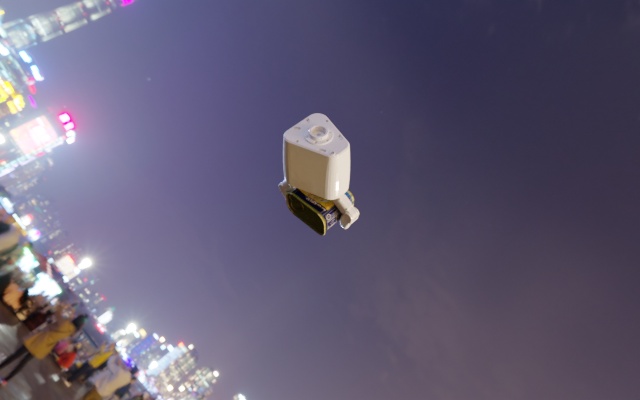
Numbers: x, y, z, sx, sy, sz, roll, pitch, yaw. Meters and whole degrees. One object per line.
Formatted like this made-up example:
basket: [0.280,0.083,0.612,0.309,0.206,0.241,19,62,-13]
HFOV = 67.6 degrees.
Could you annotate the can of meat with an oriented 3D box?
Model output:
can of meat: [0.000,0.003,0.896,0.102,0.057,0.084,36,59,28]
